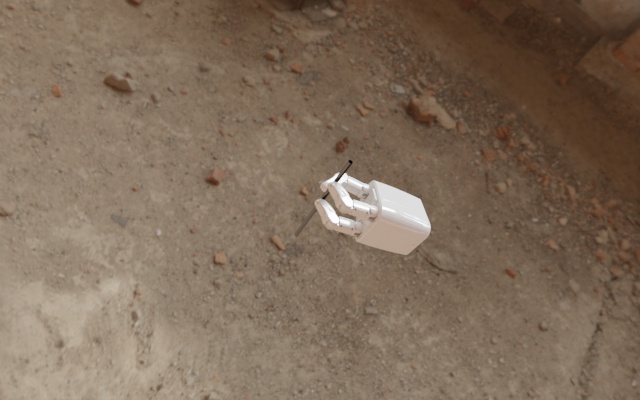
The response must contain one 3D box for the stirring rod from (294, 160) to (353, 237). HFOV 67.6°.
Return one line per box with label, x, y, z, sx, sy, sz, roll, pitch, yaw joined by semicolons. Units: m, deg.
stirring rod;0.000;0.003;0.873;0.011;0.011;0.240;0;-34;-30
